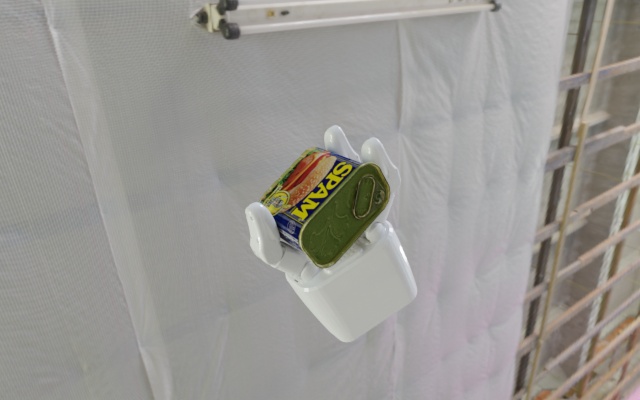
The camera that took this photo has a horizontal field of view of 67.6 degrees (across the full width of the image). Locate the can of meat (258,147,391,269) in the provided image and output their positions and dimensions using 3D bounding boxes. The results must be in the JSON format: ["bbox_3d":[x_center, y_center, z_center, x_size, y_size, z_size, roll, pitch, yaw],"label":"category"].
[{"bbox_3d":[0.000,0.001,0.450,0.084,0.102,0.057,27,-22,49],"label":"can of meat"}]
